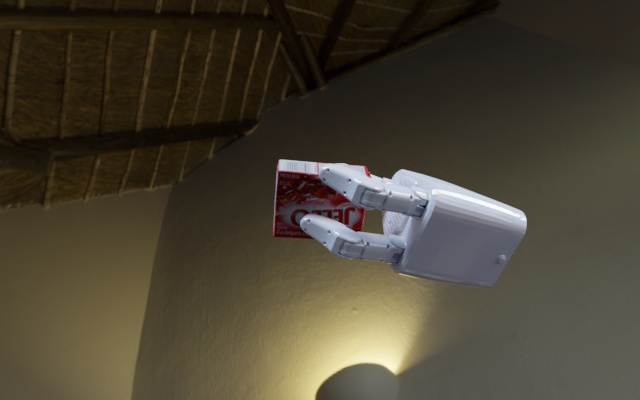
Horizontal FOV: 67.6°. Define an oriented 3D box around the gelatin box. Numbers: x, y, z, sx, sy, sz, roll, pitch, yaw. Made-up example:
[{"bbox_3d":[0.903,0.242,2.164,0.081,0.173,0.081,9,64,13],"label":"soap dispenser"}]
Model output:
[{"bbox_3d":[0.000,0.001,0.468,0.089,0.073,0.030,4,28,-5],"label":"gelatin box"}]
